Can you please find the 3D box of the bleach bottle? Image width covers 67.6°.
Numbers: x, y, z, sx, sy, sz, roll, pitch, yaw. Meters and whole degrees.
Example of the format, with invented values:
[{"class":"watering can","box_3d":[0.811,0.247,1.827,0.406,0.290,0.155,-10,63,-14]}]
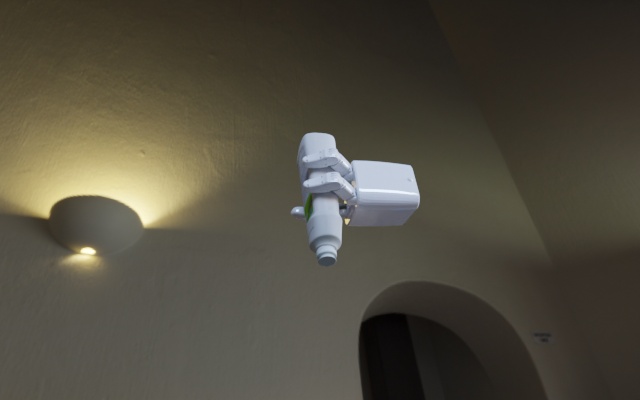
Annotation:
[{"class":"bleach bottle","box_3d":[0.000,0.003,0.810,0.068,0.250,0.103,2,-41,-9]}]
